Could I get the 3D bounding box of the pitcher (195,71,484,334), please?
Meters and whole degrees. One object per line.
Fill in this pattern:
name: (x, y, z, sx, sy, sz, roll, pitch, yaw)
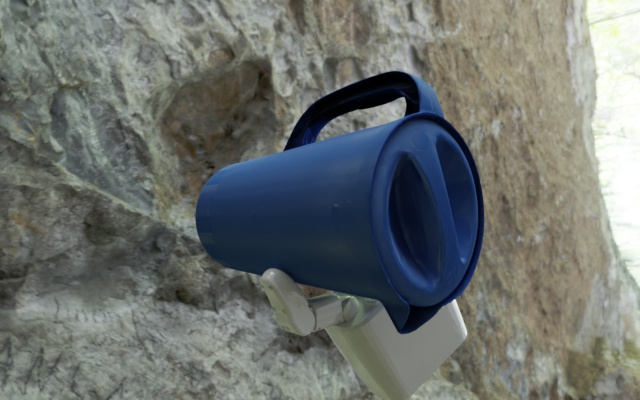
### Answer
pitcher: (0.000, 0.002, 0.403, 0.243, 0.145, 0.149, -3, 36, 46)
